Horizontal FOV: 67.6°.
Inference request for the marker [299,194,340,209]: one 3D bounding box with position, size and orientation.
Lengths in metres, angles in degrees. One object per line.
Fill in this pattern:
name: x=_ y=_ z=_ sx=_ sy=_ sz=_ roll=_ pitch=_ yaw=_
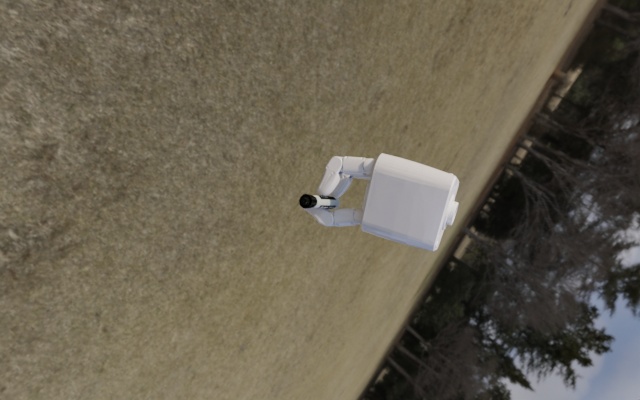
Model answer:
marker: x=0.000 y=0.002 z=0.659 sx=0.020 sy=0.020 sz=0.121 roll=0 pitch=-2 yaw=20
